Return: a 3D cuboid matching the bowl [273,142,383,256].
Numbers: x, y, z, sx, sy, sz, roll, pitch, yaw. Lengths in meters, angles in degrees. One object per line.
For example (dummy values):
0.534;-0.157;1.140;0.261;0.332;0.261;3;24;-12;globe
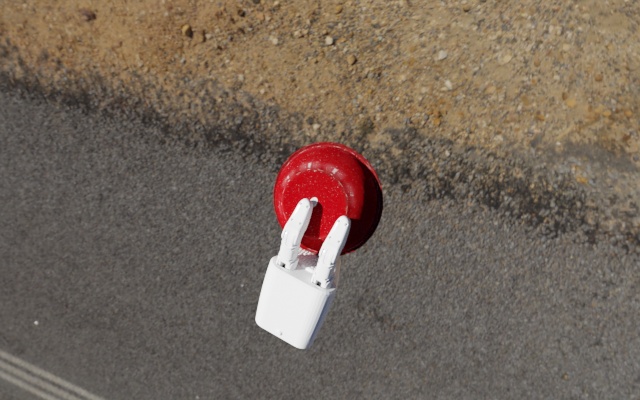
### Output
0.000;0.001;0.643;0.162;0.162;0.055;0;6;19;bowl
